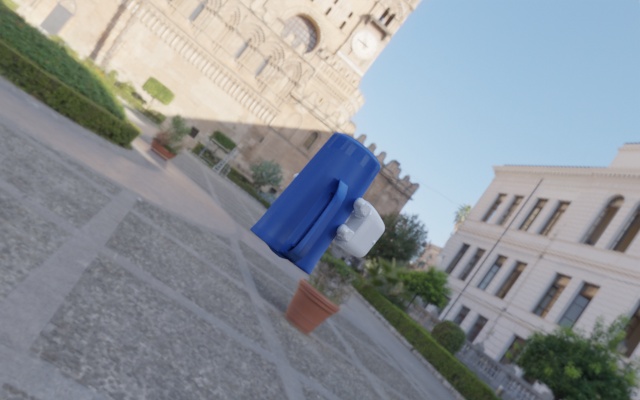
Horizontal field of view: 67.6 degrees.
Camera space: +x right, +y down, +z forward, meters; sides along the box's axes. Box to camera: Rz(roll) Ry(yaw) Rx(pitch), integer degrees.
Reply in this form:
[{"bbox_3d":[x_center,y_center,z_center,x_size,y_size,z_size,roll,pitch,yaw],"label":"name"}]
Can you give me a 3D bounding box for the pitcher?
[{"bbox_3d":[0.000,0.003,0.848,0.149,0.243,0.145,34,-6,32],"label":"pitcher"}]
